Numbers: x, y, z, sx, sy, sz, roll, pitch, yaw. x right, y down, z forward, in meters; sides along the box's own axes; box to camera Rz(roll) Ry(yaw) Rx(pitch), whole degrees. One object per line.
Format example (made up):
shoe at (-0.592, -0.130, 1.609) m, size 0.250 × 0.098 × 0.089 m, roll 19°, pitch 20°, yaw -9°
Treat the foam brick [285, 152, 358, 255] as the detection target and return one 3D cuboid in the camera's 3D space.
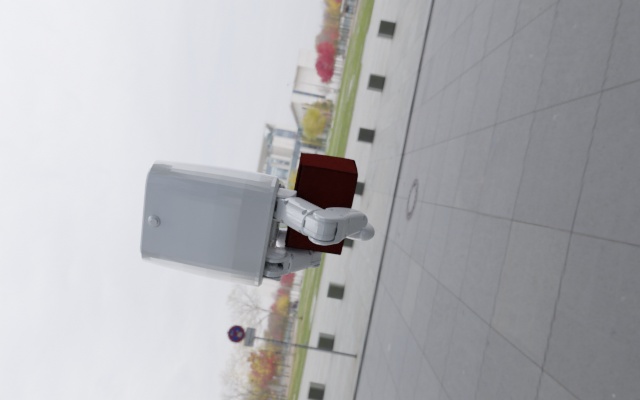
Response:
foam brick at (0.000, 0.001, 0.428) m, size 0.051 × 0.078 × 0.053 m, roll 10°, pitch 17°, yaw -4°
